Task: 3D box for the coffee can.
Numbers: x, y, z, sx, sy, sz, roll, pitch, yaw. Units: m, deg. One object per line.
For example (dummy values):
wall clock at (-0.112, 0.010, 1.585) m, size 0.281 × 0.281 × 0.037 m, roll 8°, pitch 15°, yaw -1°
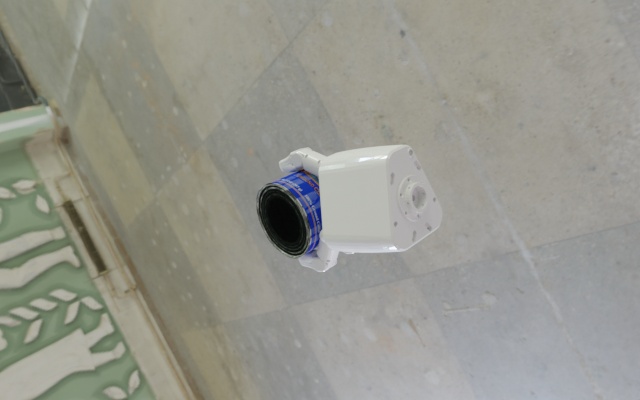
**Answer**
coffee can at (0.000, 0.002, 0.642) m, size 0.140 × 0.103 × 0.103 m, roll -27°, pitch 17°, yaw -38°
